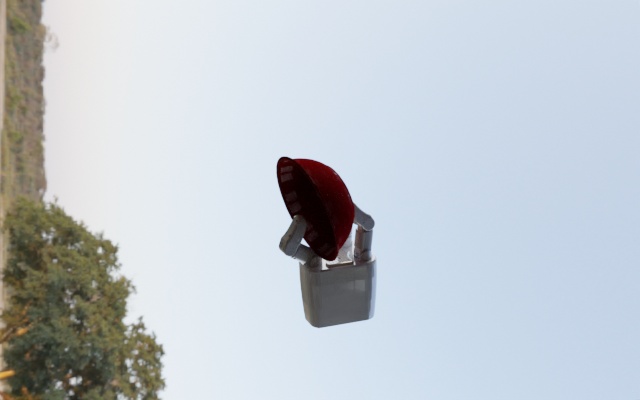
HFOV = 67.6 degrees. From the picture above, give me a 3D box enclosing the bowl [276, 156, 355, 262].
[{"bbox_3d":[0.000,0.001,0.672,0.055,0.162,0.162,-27,10,-20],"label":"bowl"}]
